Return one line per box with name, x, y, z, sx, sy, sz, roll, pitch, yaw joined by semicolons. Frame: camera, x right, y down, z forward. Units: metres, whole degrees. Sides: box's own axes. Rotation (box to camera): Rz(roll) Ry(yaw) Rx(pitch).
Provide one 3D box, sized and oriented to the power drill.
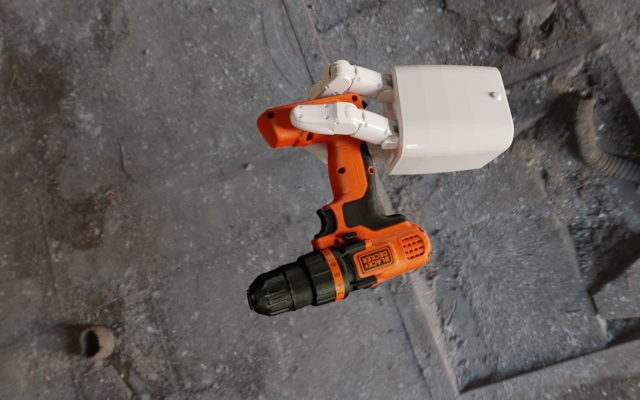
power drill;0.000;0.001;0.457;0.184;0.187;0.057;-16;-3;-20
